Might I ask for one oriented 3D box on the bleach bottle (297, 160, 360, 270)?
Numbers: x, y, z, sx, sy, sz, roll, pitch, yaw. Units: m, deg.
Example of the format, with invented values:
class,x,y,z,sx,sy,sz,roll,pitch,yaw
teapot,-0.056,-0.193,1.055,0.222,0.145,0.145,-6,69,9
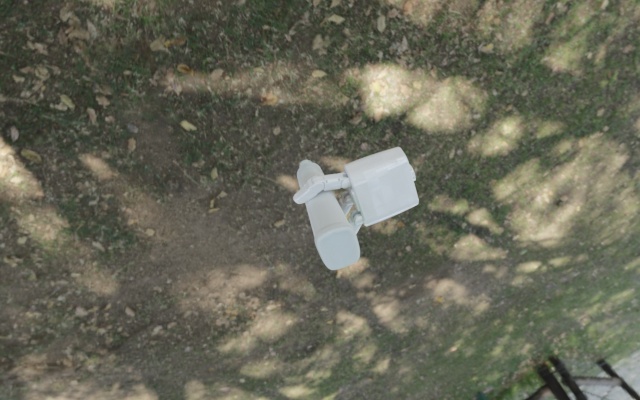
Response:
class,x,y,z,sx,sy,sz,roll,pitch,yaw
bleach bottle,0.000,0.003,0.871,0.068,0.103,0.250,-21,43,-1
